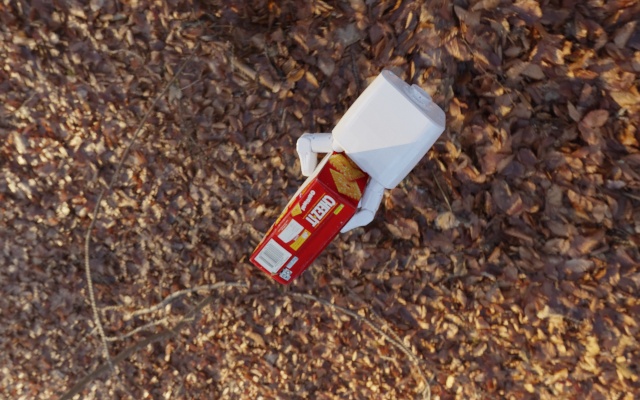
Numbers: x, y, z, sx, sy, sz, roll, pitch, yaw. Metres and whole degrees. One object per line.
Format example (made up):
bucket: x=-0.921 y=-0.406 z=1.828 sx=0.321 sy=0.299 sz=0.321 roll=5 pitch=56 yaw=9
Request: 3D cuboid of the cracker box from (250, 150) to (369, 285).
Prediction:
cracker box: x=0.000 y=0.002 z=0.696 sx=0.072 sy=0.164 sz=0.213 roll=38 pitch=28 yaw=-4
